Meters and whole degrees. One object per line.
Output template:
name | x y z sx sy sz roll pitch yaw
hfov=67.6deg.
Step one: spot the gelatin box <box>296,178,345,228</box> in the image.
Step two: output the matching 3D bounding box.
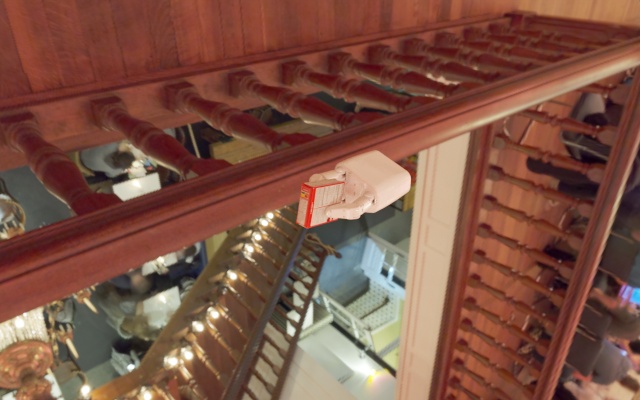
gelatin box | 0.000 0.003 0.830 0.030 0.073 0.089 23 23 35
